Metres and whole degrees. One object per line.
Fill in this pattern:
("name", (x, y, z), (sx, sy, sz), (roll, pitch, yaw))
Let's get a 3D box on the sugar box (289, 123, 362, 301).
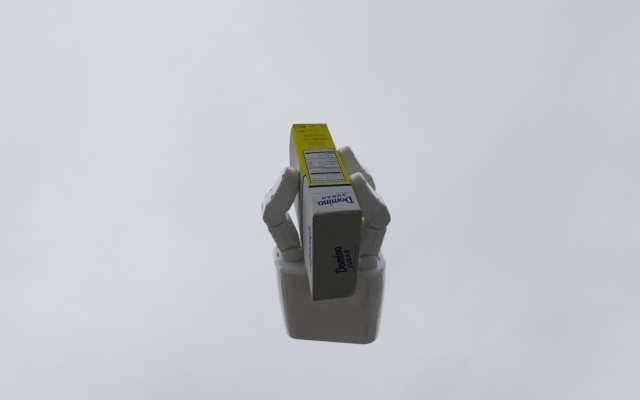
("sugar box", (0.001, 0.002, 0.460), (0.048, 0.093, 0.176), (-5, 33, -10))
